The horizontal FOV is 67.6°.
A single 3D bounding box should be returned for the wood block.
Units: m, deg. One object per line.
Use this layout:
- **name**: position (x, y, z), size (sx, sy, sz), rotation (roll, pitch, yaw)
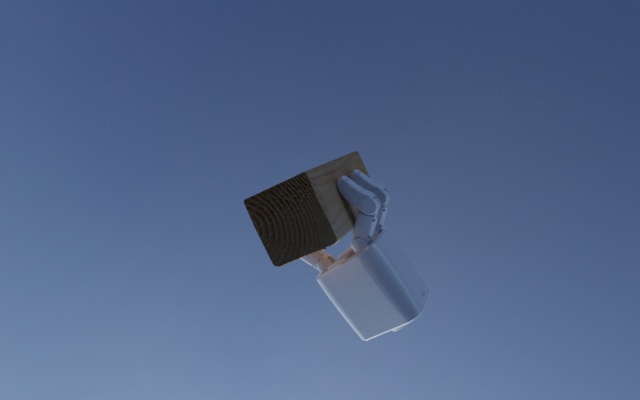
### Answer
- **wood block**: position (0.000, 0.003, 0.632), size (0.091, 0.090, 0.206), rotation (-24, 2, 23)
